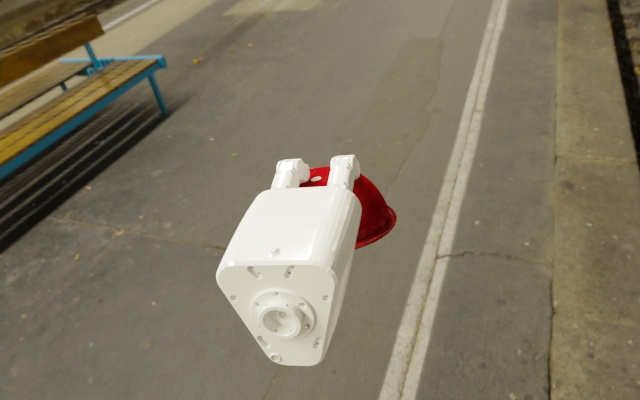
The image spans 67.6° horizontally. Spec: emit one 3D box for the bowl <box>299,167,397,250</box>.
[{"bbox_3d":[0.000,0.001,0.522,0.162,0.055,0.162,-7,19,2],"label":"bowl"}]
